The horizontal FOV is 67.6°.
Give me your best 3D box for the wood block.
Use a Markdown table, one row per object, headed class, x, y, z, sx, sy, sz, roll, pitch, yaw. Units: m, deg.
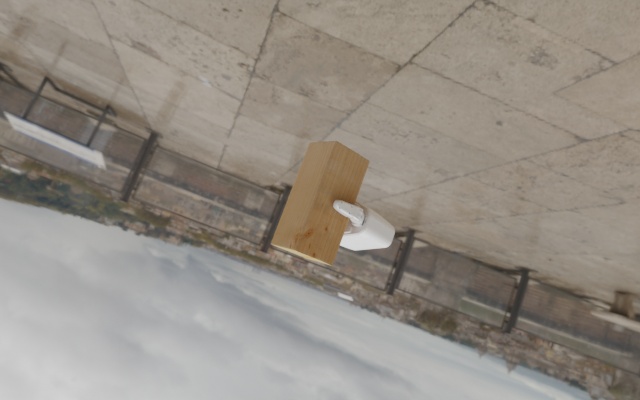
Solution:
| class | x | y | z | sx | sy | sz | roll | pitch | yaw |
| --- | --- | --- | --- | --- | --- | --- | --- | --- | --- |
| wood block | 0.001 | 0.003 | 0.879 | 0.090 | 0.206 | 0.091 | 27 | -12 | -34 |
